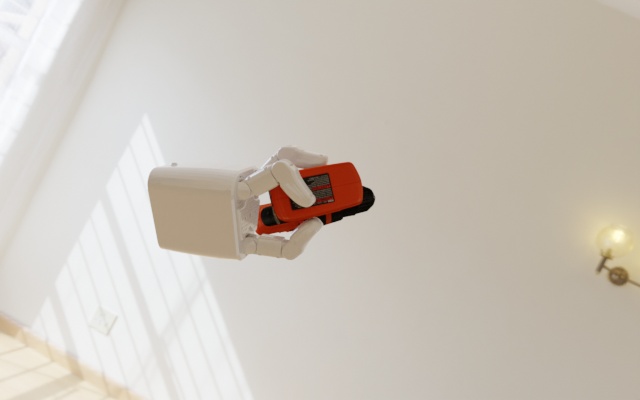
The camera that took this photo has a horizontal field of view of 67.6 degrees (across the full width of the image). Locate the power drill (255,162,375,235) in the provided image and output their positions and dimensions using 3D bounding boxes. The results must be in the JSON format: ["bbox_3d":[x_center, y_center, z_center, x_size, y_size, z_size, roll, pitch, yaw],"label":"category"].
[{"bbox_3d":[0.000,0.002,0.629,0.184,0.057,0.188,-14,-9,-10],"label":"power drill"}]
